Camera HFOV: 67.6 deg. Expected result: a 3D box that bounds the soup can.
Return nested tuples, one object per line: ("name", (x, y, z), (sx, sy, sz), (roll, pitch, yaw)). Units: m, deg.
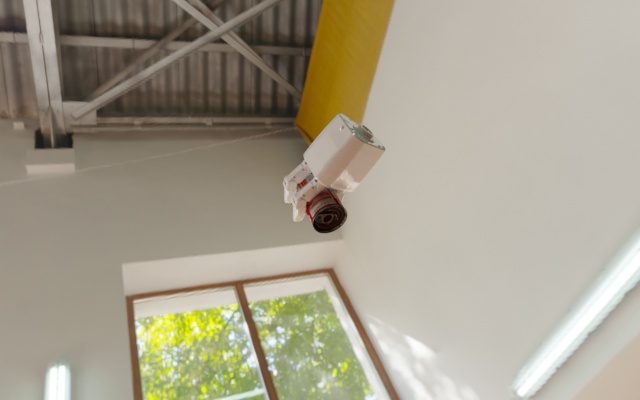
("soup can", (0.000, 0.003, 0.900), (0.068, 0.068, 0.102), (0, 40, -27))
